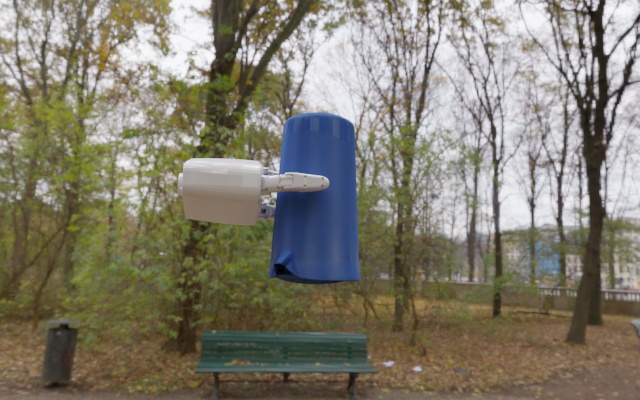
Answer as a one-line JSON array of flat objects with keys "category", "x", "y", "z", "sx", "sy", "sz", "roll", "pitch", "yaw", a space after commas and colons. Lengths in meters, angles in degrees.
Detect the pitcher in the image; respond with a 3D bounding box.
[{"category": "pitcher", "x": 0.000, "y": 0.002, "z": 0.714, "sx": 0.145, "sy": 0.243, "sz": 0.149, "roll": 3, "pitch": -8, "yaw": -8}]
